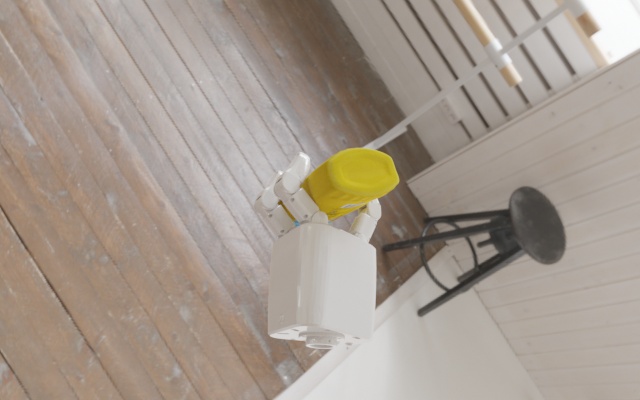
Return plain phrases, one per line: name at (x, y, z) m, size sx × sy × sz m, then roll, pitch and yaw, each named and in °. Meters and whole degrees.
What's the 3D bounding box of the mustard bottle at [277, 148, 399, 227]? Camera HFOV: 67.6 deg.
mustard bottle at (0.000, 0.001, 0.576) m, size 0.096 × 0.058 × 0.192 m, roll -9°, pitch -15°, yaw -36°
